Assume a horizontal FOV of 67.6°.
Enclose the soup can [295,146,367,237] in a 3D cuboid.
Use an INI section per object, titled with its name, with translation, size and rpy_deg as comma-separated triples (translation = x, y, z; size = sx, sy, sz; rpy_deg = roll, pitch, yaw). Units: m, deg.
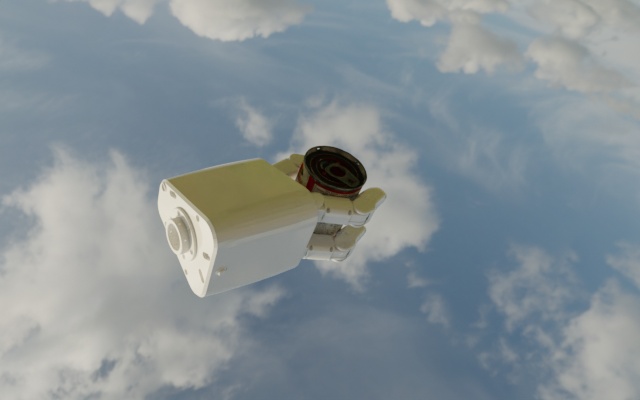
[soup can]
translation = 0.000, 0.002, 0.515
size = 0.068, 0.102, 0.068
rpy_deg = 14, 40, -12
